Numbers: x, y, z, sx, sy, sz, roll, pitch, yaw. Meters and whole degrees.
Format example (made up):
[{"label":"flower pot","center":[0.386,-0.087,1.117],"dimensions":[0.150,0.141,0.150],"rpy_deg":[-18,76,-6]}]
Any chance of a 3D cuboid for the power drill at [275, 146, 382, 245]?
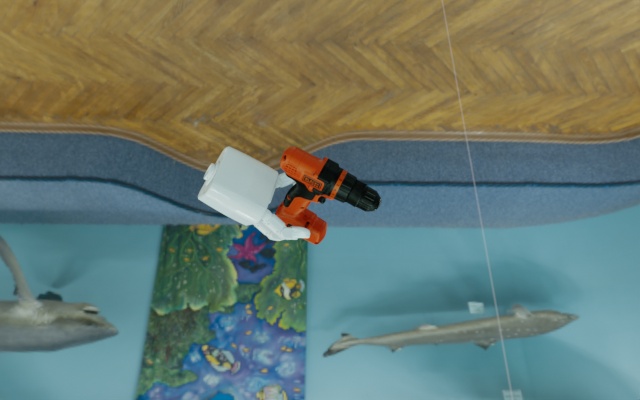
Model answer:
[{"label":"power drill","center":[0.000,0.003,0.860],"dimensions":[0.184,0.057,0.188],"rpy_deg":[29,-40,2]}]
